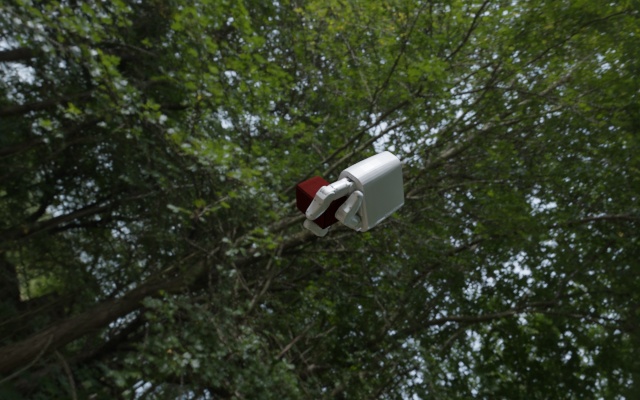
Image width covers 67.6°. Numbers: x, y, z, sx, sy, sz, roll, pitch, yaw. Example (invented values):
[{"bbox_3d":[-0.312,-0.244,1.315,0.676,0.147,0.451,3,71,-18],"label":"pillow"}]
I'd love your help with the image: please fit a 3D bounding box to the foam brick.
[{"bbox_3d":[0.000,0.003,0.841,0.051,0.053,0.078,-29,51,-30],"label":"foam brick"}]
